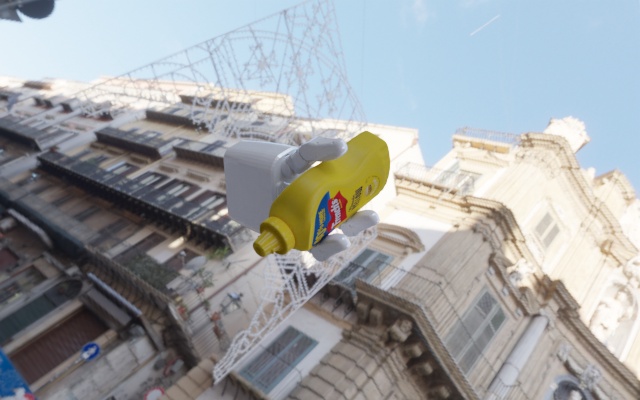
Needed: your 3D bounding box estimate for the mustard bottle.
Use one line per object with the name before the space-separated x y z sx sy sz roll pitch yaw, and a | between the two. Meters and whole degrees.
mustard bottle | 0.001 0.002 0.531 0.058 0.096 0.191 36 52 23
